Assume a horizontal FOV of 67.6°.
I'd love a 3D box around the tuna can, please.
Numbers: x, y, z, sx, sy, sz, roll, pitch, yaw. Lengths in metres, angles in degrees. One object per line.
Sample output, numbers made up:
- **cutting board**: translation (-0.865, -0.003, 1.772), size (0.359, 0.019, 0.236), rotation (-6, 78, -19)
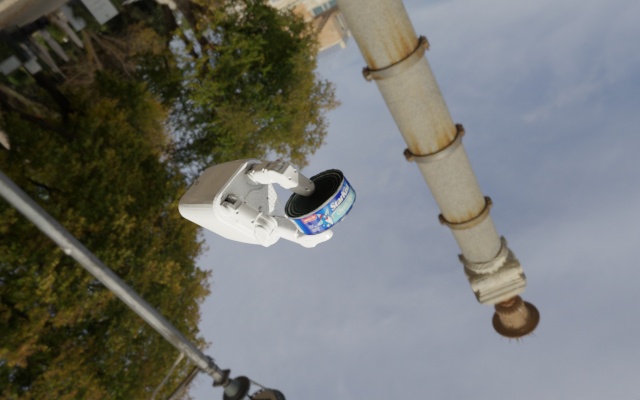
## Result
- **tuna can**: translation (0.000, 0.002, 0.583), size (0.086, 0.034, 0.086), rotation (-30, 27, 17)
